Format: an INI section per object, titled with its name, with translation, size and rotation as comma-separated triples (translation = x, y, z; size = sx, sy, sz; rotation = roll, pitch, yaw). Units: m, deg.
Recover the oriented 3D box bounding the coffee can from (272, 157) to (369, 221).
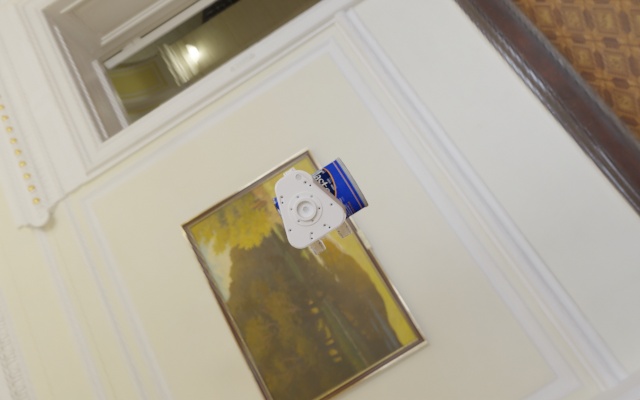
[coffee can]
translation = 0.000, 0.003, 0.855
size = 0.140, 0.103, 0.103
rotation = -32, -1, 2
